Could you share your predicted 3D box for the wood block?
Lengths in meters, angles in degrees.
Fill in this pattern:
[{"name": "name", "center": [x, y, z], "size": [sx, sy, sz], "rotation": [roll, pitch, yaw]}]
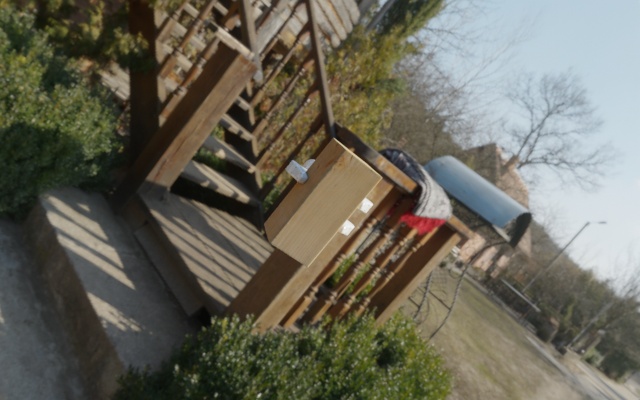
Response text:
[{"name": "wood block", "center": [0.000, 0.002, 0.854], "size": [0.091, 0.206, 0.090], "rotation": [35, 9, -22]}]
